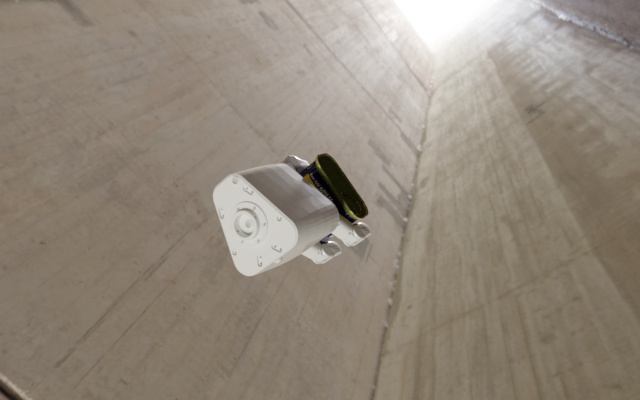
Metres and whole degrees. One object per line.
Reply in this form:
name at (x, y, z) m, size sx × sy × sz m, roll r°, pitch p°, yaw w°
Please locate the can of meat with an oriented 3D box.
can of meat at (0.000, 0.002, 0.646) m, size 0.084 × 0.102 × 0.057 m, roll -36°, pitch -4°, yaw 25°
